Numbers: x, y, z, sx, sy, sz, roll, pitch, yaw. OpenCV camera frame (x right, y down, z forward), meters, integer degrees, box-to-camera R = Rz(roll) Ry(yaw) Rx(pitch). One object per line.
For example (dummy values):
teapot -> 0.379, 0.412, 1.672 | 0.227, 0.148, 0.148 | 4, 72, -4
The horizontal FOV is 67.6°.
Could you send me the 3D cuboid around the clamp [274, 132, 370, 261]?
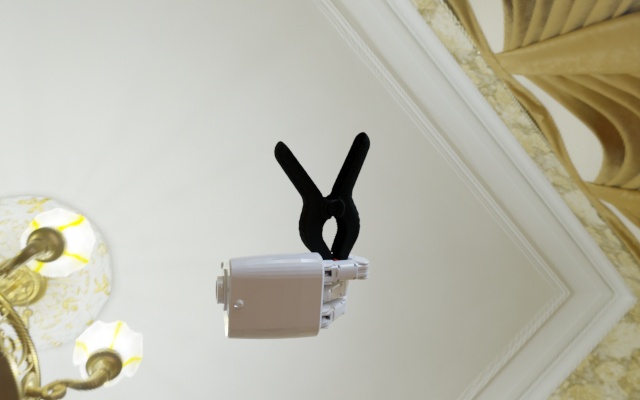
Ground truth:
clamp -> 0.000, 0.002, 0.568 | 0.120, 0.171, 0.039 | 1, 6, -19
